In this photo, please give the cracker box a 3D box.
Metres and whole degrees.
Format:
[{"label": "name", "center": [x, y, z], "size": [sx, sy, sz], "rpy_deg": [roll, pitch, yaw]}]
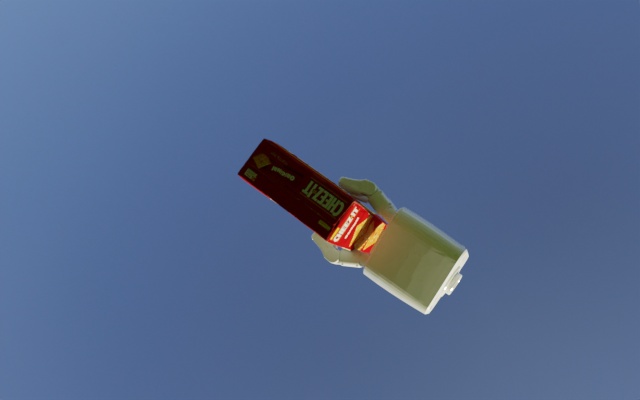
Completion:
[{"label": "cracker box", "center": [0.000, 0.003, 0.712], "size": [0.164, 0.072, 0.214], "rpy_deg": [35, 1, 22]}]
